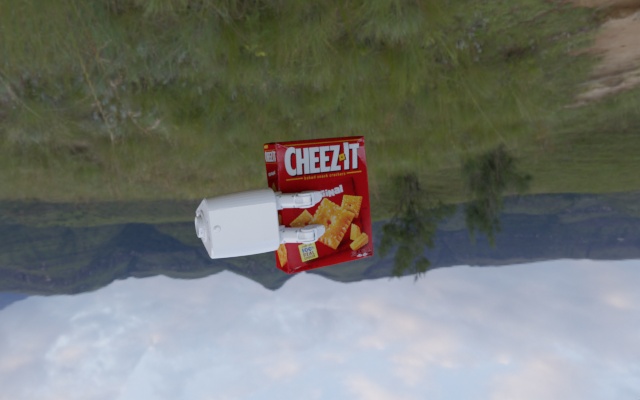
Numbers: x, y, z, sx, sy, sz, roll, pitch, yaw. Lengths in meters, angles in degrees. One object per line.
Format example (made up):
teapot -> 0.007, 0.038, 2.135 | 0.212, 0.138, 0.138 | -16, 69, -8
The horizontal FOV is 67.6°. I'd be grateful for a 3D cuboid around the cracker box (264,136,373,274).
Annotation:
cracker box -> 0.000, 0.003, 0.810 | 0.164, 0.214, 0.072 | -8, 8, -24
